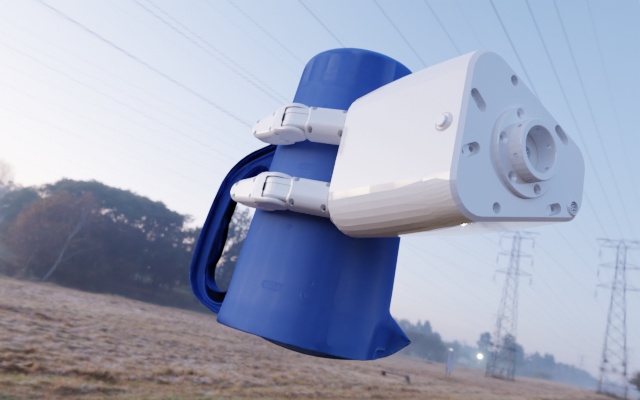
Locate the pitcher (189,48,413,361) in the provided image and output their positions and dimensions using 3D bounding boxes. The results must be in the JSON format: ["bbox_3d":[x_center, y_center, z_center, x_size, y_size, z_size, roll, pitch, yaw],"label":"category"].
[{"bbox_3d":[0.000,0.001,0.402,0.149,0.242,0.145,21,-16,-27],"label":"pitcher"}]
